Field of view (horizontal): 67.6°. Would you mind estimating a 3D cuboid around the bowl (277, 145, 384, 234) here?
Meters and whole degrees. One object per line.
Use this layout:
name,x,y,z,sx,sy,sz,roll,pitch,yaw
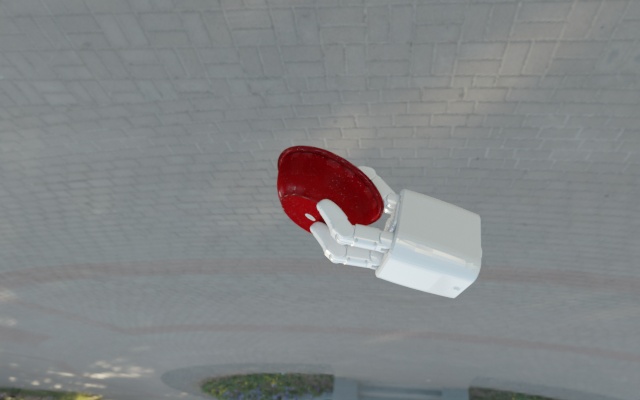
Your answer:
bowl,-0.001,0.002,0.639,0.162,0.055,0.162,24,-29,14
